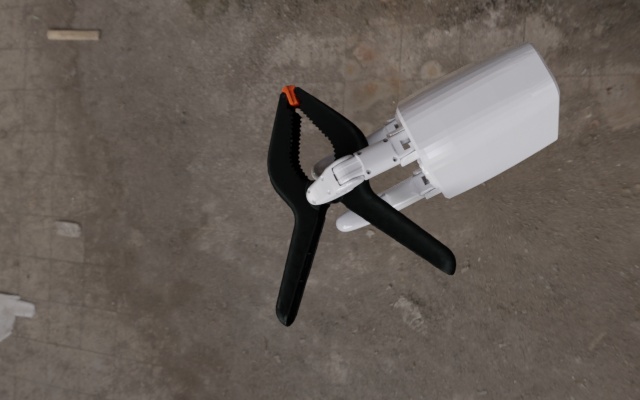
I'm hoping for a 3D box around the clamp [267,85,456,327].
[{"bbox_3d":[0.000,0.001,0.424,0.164,0.210,0.036,-28,-8,13],"label":"clamp"}]
